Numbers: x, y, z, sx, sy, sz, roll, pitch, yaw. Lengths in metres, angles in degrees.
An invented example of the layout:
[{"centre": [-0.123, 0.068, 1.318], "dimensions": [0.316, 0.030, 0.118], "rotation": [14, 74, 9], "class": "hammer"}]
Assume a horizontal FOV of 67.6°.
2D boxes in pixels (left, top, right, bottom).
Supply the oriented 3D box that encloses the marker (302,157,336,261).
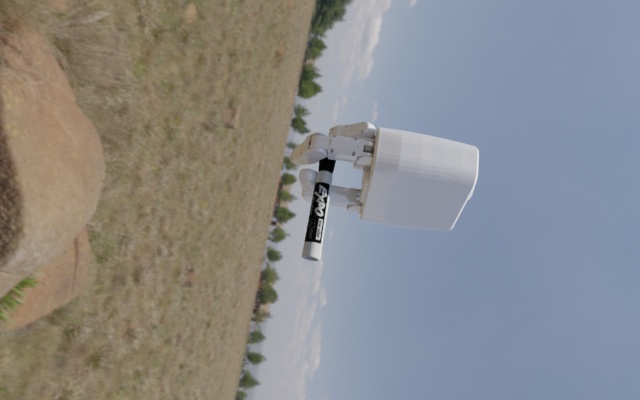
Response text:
[{"centre": [0.000, 0.002, 0.491], "dimensions": [0.020, 0.121, 0.020], "rotation": [9, -20, 3], "class": "marker"}]
